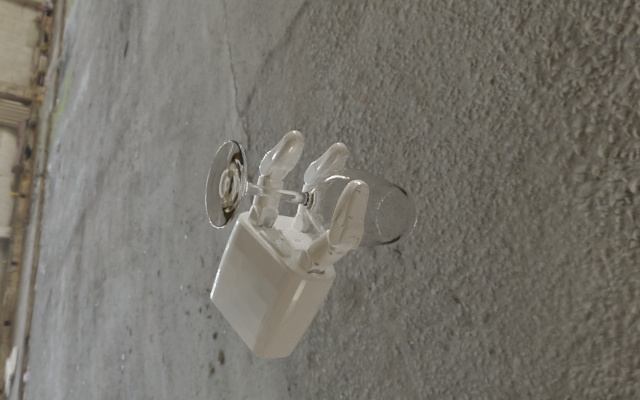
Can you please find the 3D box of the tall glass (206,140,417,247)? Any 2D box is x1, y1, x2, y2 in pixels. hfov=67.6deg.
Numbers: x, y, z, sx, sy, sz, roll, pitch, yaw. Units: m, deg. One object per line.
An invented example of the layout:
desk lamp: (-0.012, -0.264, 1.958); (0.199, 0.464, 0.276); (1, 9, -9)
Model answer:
tall glass: (0.000, 0.001, 0.451); (0.201, 0.079, 0.079); (10, -6, -35)
